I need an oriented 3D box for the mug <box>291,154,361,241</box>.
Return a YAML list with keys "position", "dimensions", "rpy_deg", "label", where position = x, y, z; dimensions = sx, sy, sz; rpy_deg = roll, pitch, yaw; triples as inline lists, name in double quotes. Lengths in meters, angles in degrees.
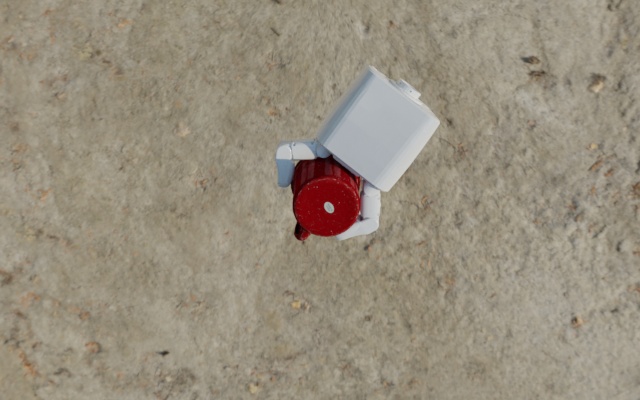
- position: [-0.001, 0.003, 0.603]
  dimensions: [0.093, 0.117, 0.081]
  rpy_deg: [32, 20, -14]
  label: "mug"
